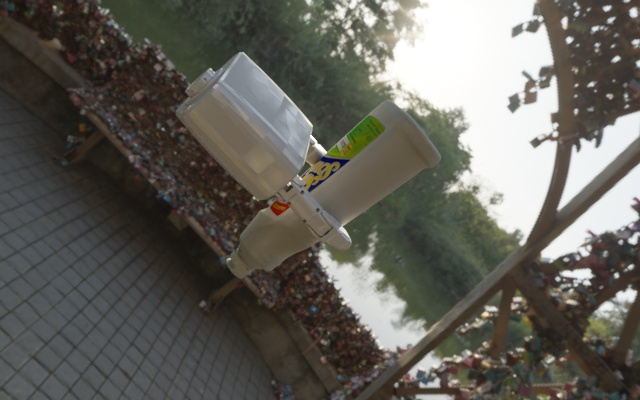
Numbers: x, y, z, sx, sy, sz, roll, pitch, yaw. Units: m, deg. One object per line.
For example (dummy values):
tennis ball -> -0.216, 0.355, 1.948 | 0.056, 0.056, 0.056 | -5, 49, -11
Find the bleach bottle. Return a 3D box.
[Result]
bleach bottle -> 0.000, 0.002, 0.512 | 0.251, 0.068, 0.102 | -39, 23, 9
